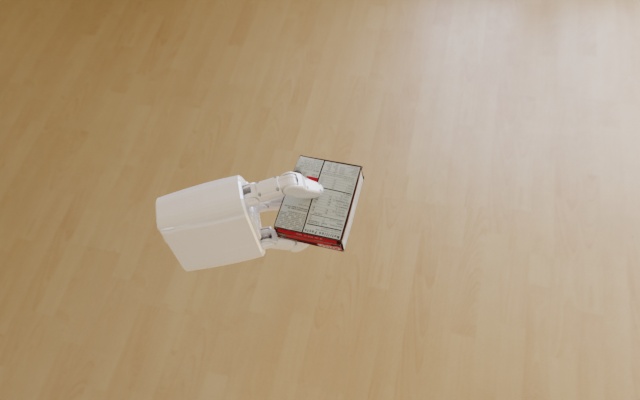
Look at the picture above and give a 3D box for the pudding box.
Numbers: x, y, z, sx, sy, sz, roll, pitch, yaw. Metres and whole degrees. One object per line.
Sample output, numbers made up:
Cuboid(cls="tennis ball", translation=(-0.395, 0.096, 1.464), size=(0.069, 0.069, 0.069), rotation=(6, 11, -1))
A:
Cuboid(cls="pudding box", translation=(0.000, 0.002, 0.613), size=(0.090, 0.113, 0.039), rotation=(12, -24, 12))
